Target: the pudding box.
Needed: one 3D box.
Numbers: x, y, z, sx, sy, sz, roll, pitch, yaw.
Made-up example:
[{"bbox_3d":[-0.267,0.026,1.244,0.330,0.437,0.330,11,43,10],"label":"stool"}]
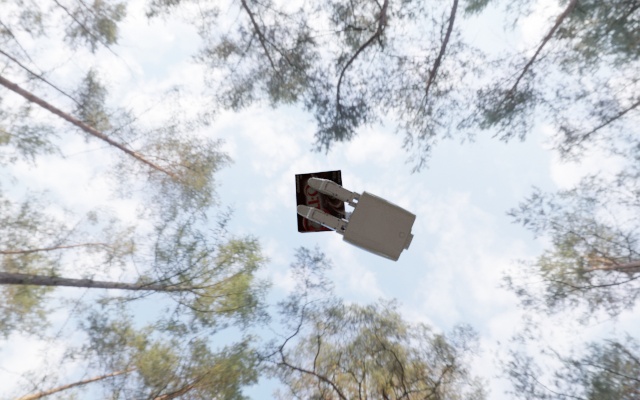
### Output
[{"bbox_3d":[0.000,0.003,0.896,0.090,0.113,0.039,-5,-11,7],"label":"pudding box"}]
